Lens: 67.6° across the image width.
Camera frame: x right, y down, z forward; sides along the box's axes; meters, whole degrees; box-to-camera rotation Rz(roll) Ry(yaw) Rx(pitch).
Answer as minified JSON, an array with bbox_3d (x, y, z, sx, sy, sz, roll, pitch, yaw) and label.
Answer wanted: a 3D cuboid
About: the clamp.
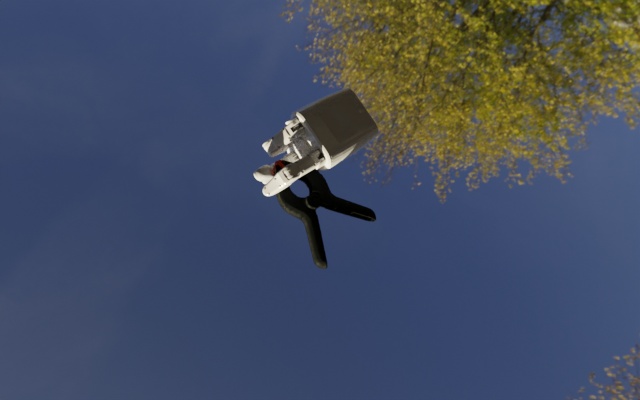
[{"bbox_3d":[0.000,0.002,0.714,0.120,0.171,0.039,-32,-4,-25],"label":"clamp"}]
